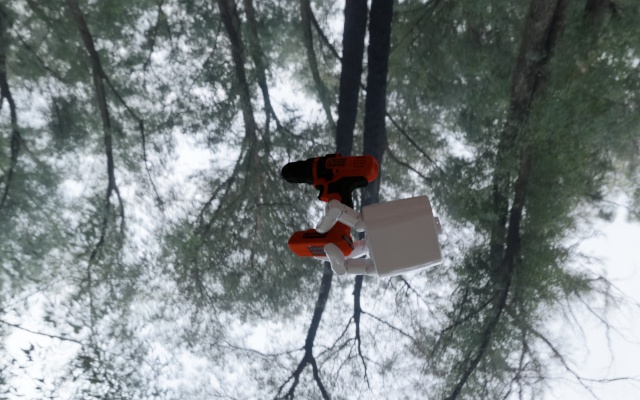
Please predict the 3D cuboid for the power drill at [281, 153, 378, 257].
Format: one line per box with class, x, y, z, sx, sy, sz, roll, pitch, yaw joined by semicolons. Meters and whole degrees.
power drill;0.000;0.003;0.827;0.184;0.187;0.057;-3;-31;25
